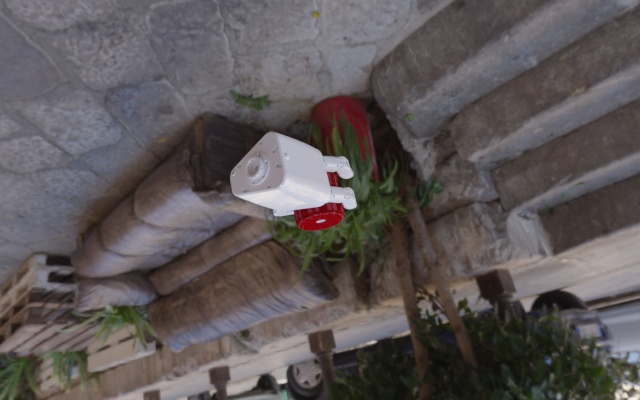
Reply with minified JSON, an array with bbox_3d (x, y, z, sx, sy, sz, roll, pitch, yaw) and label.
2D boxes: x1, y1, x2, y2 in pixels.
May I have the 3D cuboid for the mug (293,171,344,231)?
[{"bbox_3d":[0.001,0.003,0.816,0.093,0.081,0.117,-26,-26,31],"label":"mug"}]
